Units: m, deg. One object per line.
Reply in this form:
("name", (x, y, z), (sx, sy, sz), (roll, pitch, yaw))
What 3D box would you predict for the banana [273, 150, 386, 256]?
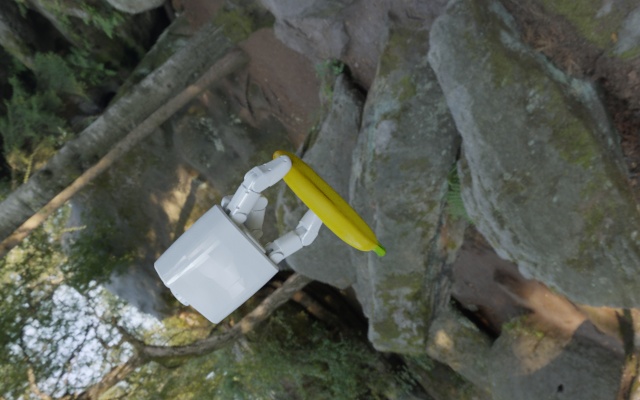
("banana", (0.000, -0.001, 0.588), (0.037, 0.197, 0.070), (-43, -16, -6))
